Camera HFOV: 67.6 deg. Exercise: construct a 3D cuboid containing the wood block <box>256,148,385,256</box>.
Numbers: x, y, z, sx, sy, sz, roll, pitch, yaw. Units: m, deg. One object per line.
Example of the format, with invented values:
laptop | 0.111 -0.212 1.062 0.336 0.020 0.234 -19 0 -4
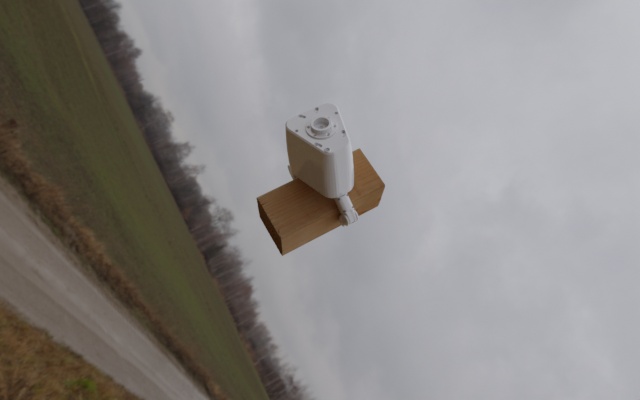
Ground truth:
wood block | 0.000 0.003 0.853 0.206 0.090 0.090 -26 -21 -15
